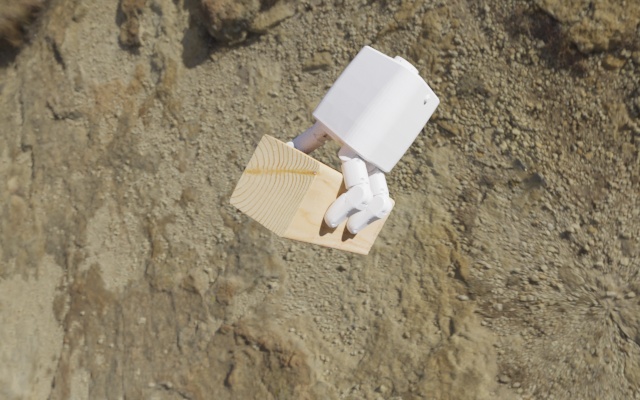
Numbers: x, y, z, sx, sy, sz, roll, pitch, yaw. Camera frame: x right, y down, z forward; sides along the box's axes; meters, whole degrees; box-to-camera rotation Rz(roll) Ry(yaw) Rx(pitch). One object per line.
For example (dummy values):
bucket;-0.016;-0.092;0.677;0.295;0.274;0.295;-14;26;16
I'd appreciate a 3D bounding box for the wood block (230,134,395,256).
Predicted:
wood block;0.000;0.001;0.598;0.090;0.090;0.206;31;5;32
